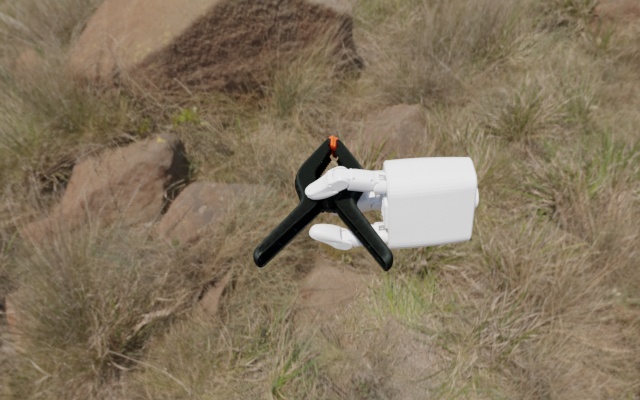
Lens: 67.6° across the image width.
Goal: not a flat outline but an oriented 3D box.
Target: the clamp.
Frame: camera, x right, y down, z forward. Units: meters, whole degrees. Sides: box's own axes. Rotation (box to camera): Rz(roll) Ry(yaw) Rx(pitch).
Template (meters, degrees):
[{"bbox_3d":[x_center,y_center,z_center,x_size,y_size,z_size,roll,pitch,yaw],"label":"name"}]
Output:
[{"bbox_3d":[0.000,0.001,0.611,0.164,0.209,0.036,-4,-38,3],"label":"clamp"}]
